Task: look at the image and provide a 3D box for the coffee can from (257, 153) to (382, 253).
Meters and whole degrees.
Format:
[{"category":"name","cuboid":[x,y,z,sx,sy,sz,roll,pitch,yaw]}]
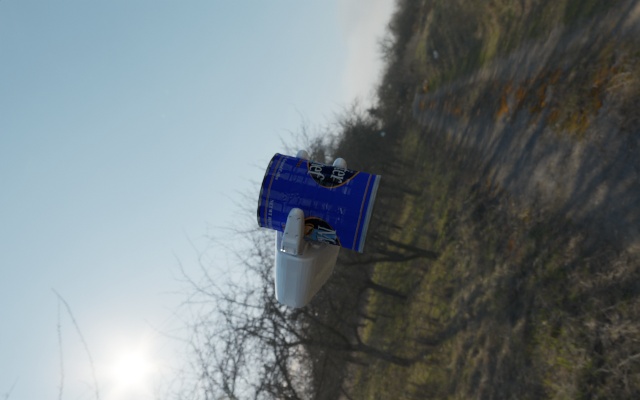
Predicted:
[{"category":"coffee can","cuboid":[0.000,0.002,0.624,0.140,0.103,0.103,13,2,7]}]
